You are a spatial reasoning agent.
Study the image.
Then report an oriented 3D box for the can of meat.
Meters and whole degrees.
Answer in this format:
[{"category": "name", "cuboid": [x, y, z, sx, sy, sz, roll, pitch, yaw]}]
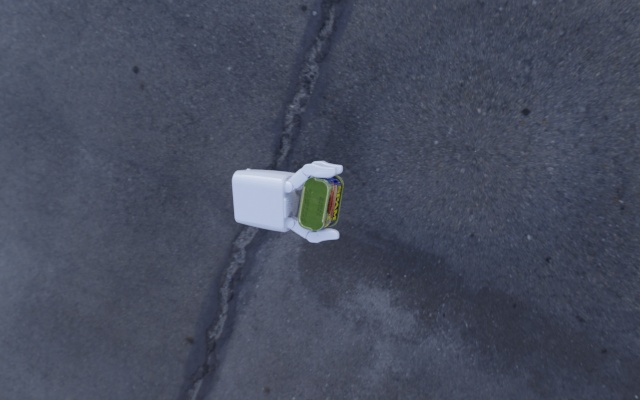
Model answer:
[{"category": "can of meat", "cuboid": [0.000, 0.003, 0.892, 0.057, 0.102, 0.084, 12, 9, 17]}]
